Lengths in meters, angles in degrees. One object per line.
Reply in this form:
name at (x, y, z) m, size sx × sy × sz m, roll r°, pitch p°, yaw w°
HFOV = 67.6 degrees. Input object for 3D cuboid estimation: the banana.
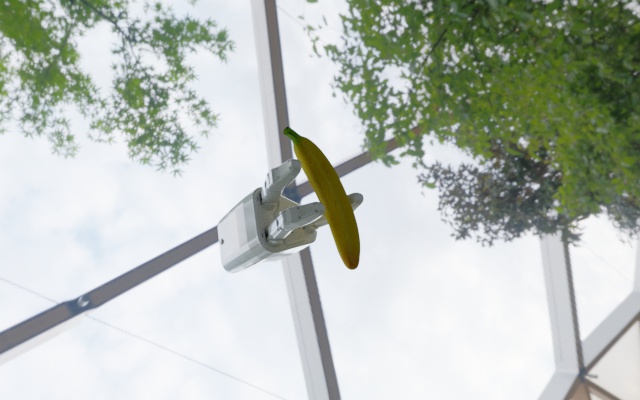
banana at (0.008, -0.004, 0.625) m, size 0.037 × 0.198 × 0.069 m, roll -30°, pitch -6°, yaw 32°
